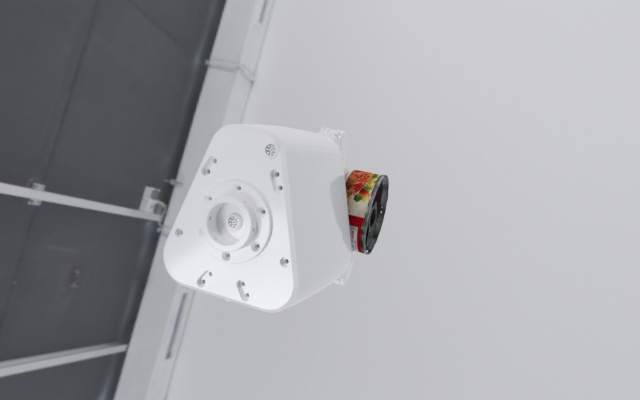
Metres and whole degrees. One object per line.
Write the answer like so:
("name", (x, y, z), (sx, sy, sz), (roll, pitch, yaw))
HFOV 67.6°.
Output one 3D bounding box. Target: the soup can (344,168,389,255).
("soup can", (0.000, 0.001, 0.408), (0.102, 0.068, 0.068), (13, 4, 17))
